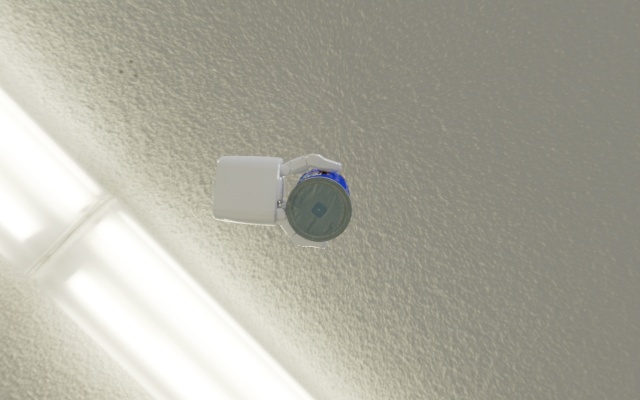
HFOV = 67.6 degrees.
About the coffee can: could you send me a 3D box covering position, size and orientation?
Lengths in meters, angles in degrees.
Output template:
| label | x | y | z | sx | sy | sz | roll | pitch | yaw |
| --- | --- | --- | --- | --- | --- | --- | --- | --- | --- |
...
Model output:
| label | x | y | z | sx | sy | sz | roll | pitch | yaw |
| --- | --- | --- | --- | --- | --- | --- | --- | --- | --- |
| coffee can | 0.000 | 0.003 | 0.804 | 0.103 | 0.103 | 0.140 | 0 | 10 | 2 |
